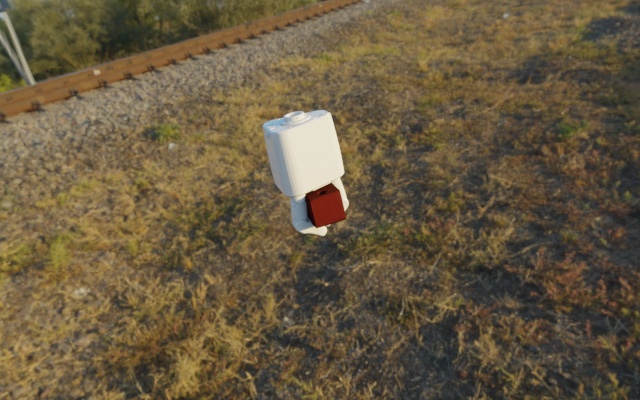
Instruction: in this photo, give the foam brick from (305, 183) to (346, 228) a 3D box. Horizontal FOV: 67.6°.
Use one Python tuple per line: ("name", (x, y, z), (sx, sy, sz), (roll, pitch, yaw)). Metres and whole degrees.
("foam brick", (0.000, 0.003, 0.775), (0.053, 0.051, 0.078), (-18, 24, -14))
